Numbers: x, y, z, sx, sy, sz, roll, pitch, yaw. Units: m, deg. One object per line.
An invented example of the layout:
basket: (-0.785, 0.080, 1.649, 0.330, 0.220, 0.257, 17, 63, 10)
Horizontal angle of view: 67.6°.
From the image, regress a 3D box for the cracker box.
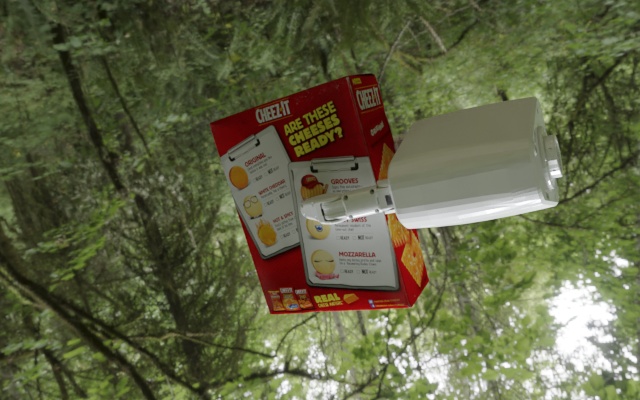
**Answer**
cracker box: (0.000, 0.002, 0.479, 0.164, 0.214, 0.072, -11, 10, 31)
